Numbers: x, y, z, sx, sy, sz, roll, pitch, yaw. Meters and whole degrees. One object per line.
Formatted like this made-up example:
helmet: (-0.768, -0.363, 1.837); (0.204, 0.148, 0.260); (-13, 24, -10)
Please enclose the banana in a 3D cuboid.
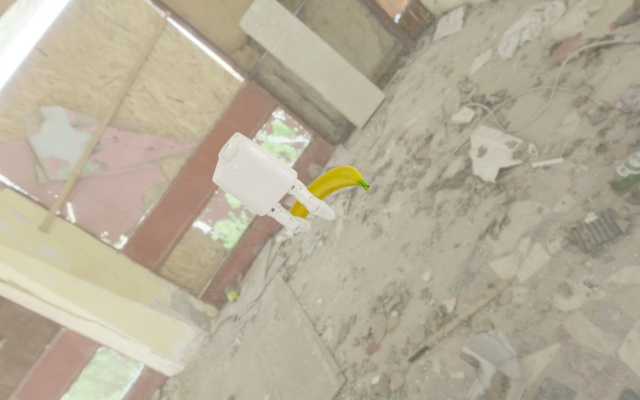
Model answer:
banana: (0.004, -0.013, 0.860); (0.037, 0.069, 0.198); (35, -47, -30)
